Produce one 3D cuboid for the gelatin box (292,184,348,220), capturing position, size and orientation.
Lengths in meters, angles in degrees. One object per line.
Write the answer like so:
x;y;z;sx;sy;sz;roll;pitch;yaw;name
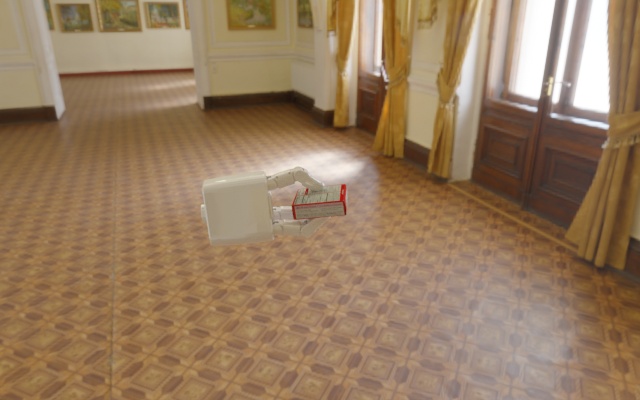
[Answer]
0.000;0.002;0.806;0.089;0.030;0.073;-6;23;8;gelatin box
